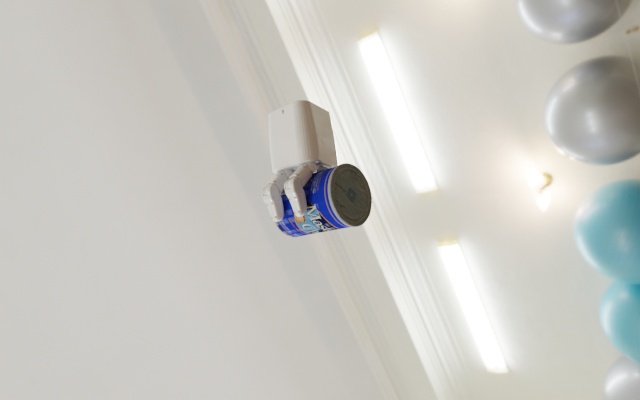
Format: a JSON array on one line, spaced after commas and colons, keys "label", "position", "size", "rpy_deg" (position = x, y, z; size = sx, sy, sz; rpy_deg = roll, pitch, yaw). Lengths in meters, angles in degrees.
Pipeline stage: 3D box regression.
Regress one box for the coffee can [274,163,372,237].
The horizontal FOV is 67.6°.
[{"label": "coffee can", "position": [0.000, 0.003, 0.802], "size": [0.140, 0.103, 0.103], "rpy_deg": [-13, -9, 42]}]
